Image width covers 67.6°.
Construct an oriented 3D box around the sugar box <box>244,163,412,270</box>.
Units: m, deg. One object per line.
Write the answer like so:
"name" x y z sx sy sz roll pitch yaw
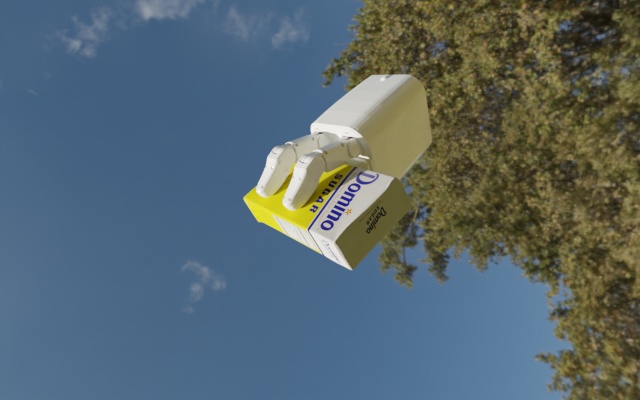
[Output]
"sugar box" 0.000 0.001 0.506 0.093 0.048 0.176 -44 32 -19
